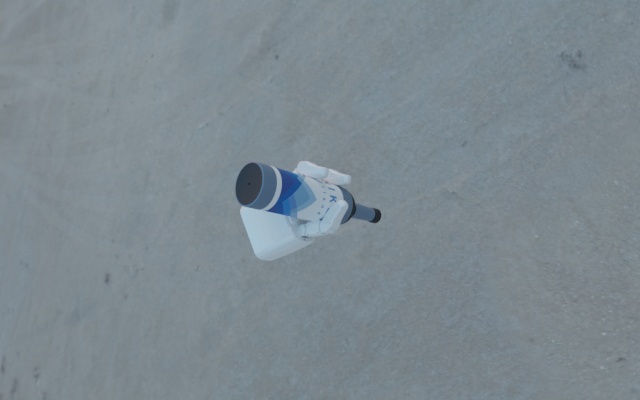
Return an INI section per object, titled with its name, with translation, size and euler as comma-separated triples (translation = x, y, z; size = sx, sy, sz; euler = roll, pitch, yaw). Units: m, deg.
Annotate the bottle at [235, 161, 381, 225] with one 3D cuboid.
[bottle]
translation = 0.000, 0.002, 0.780
size = 0.069, 0.069, 0.296
euler = 0, -10, 45
